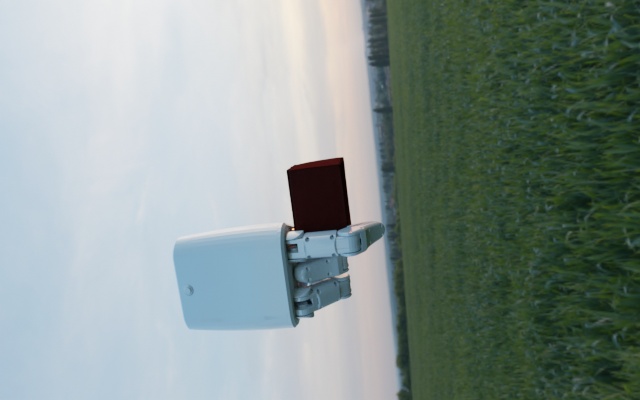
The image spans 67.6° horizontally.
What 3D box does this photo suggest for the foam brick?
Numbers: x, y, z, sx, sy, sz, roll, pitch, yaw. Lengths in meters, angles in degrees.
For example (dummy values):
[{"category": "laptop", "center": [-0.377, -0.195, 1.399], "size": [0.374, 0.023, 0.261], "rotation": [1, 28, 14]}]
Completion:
[{"category": "foam brick", "center": [0.000, 0.001, 0.462], "size": [0.051, 0.078, 0.053], "rotation": [-6, 10, 8]}]
